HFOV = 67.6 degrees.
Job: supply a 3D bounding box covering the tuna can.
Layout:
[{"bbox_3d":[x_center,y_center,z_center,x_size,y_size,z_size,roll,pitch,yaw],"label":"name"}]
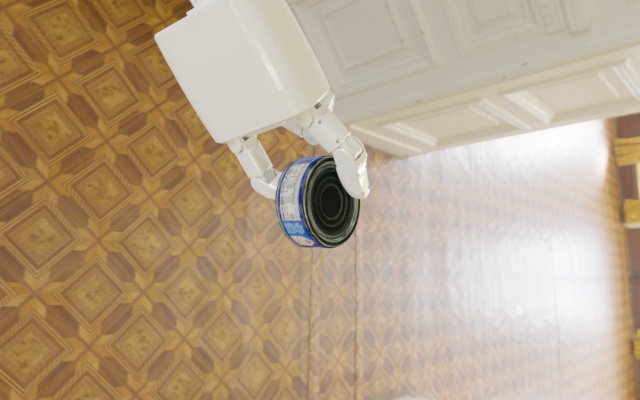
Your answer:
[{"bbox_3d":[0.001,0.001,0.440,0.034,0.086,0.086,-2,-1,40],"label":"tuna can"}]
